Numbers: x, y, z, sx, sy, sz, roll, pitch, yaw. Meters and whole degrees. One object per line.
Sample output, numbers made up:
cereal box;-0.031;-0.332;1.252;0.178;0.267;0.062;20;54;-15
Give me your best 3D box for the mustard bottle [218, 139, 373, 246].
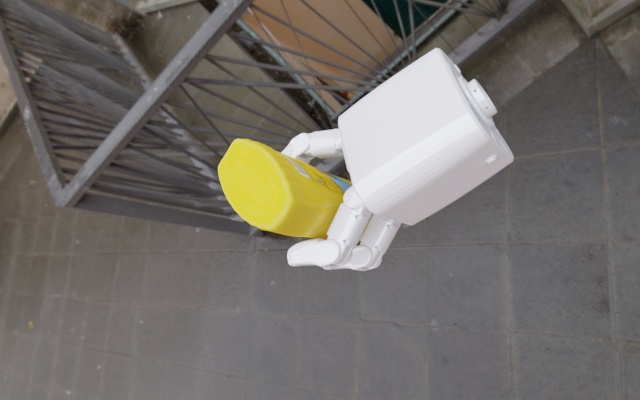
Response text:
mustard bottle;0.000;0.002;0.454;0.096;0.058;0.192;43;16;35
